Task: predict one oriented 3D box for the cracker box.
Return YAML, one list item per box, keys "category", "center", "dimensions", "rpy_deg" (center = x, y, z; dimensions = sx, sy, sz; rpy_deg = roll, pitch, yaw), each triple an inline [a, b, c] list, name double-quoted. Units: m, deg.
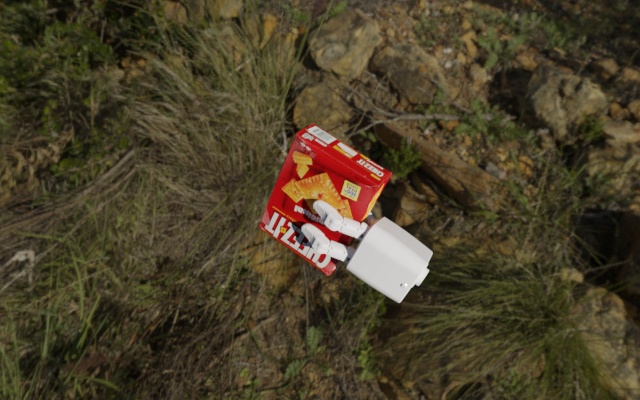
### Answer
- category: "cracker box"
  center: [0.000, 0.003, 0.829]
  dimensions: [0.164, 0.214, 0.072]
  rpy_deg: [34, 34, 12]
